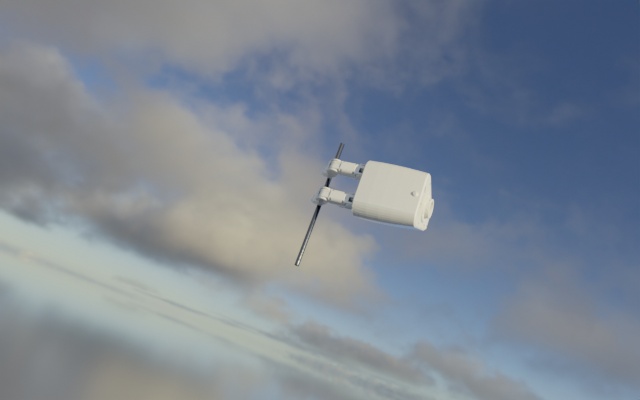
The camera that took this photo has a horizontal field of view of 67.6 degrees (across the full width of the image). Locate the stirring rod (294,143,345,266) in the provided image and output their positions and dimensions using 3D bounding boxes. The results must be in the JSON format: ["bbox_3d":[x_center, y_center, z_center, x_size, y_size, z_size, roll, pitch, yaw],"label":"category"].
[{"bbox_3d":[0.000,0.003,0.842,0.011,0.239,0.011,19,-18,6],"label":"stirring rod"}]
